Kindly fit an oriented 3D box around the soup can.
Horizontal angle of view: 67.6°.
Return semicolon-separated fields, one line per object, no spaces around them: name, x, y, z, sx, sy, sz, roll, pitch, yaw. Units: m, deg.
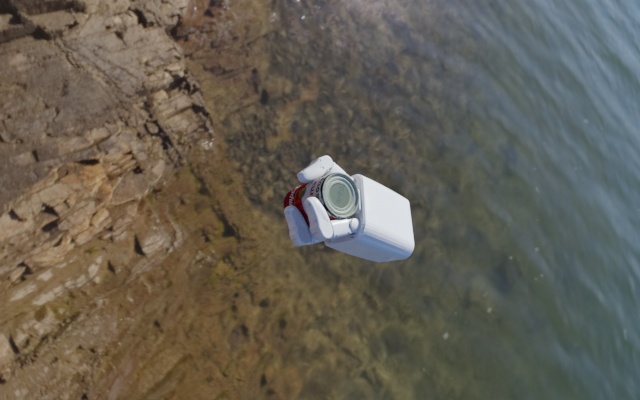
soup can;0.000;0.002;0.699;0.068;0.068;0.102;0;-11;-36
